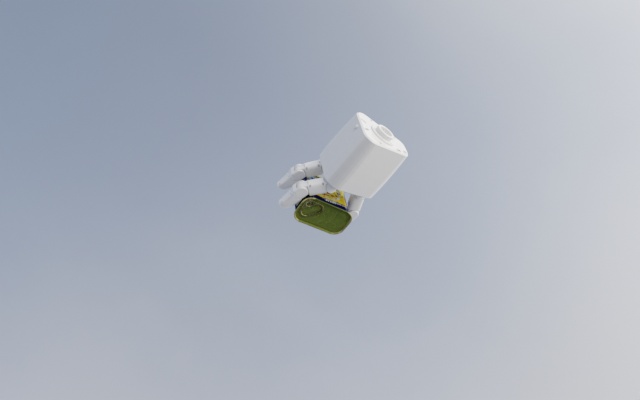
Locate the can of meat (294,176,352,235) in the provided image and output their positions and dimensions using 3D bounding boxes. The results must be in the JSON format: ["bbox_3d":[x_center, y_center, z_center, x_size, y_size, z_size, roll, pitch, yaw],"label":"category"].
[{"bbox_3d":[0.000,0.003,0.859,0.102,0.057,0.084,22,33,-25],"label":"can of meat"}]
